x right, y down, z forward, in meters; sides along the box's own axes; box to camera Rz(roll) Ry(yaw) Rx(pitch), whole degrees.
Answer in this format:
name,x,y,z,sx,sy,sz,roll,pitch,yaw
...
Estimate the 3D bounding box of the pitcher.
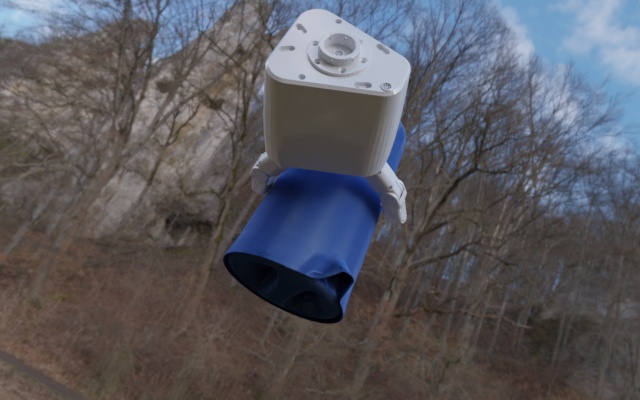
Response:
name,x,y,z,sx,sy,sz,roll,pitch,yaw
pitcher,0.000,0.002,0.538,0.149,0.242,0.145,22,-30,11
